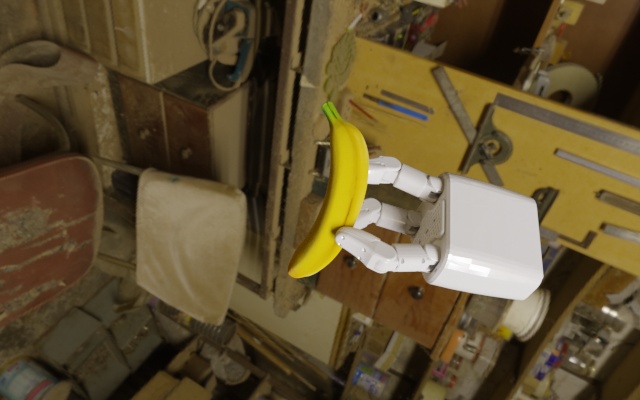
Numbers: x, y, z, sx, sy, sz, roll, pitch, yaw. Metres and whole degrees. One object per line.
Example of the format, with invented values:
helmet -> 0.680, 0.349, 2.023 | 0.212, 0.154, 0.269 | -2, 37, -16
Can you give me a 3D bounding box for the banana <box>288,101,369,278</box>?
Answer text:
banana -> 0.010, 0.006, 0.482 | 0.037, 0.198, 0.069 | 0, 25, -34
